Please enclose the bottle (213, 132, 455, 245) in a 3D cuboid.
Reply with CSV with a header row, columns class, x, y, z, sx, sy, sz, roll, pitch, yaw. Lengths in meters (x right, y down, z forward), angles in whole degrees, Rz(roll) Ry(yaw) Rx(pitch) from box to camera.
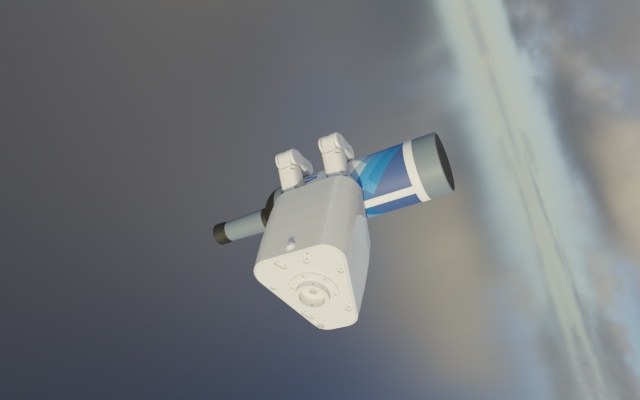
class,x,y,z,sx,sy,sz,roll,pitch,yaw
bottle,0.000,0.002,0.553,0.296,0.069,0.069,-18,-7,23
